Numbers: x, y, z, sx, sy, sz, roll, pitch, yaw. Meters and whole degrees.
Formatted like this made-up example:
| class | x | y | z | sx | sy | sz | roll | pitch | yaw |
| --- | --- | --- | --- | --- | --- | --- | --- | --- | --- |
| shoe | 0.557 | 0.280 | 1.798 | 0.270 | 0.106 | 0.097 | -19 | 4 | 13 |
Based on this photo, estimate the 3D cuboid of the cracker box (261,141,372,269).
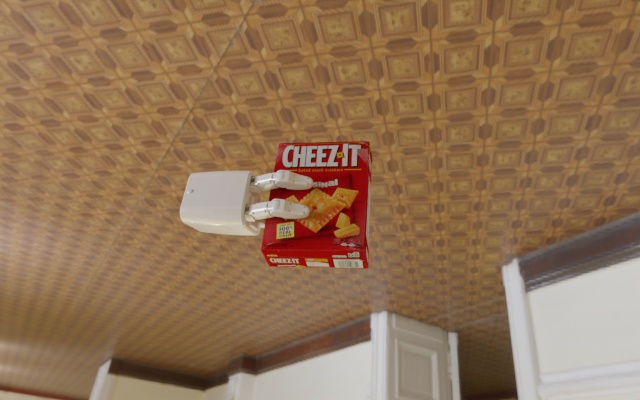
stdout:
| class | x | y | z | sx | sy | sz | roll | pitch | yaw |
| --- | --- | --- | --- | --- | --- | --- | --- | --- | --- |
| cracker box | 0.000 | 0.003 | 0.793 | 0.164 | 0.213 | 0.072 | 0 | -32 | 9 |
